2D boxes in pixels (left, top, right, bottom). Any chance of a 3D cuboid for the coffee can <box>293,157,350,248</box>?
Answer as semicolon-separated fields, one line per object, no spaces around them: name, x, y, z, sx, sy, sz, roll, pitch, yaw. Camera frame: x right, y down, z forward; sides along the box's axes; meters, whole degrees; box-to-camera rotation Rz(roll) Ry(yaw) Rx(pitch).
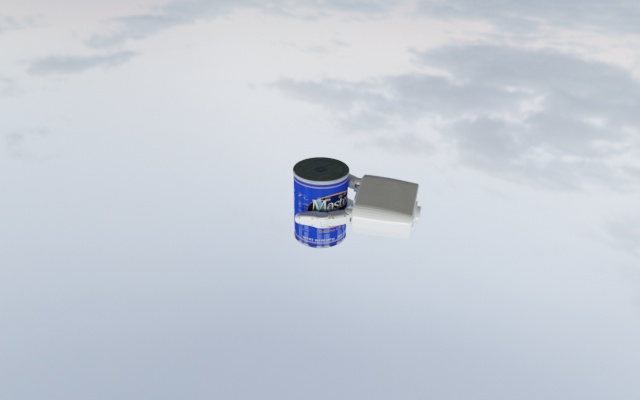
coffee can;0.000;0.003;0.892;0.103;0.140;0.102;1;30;0
